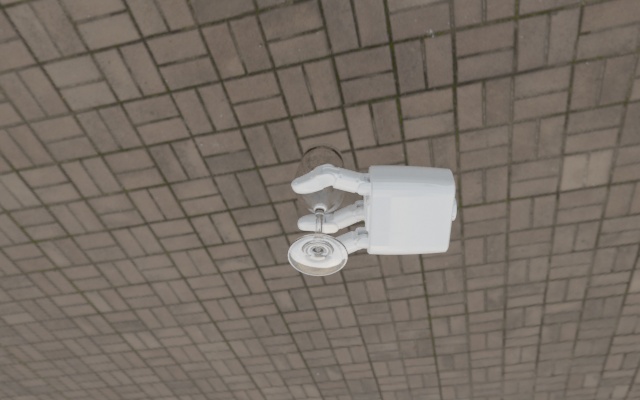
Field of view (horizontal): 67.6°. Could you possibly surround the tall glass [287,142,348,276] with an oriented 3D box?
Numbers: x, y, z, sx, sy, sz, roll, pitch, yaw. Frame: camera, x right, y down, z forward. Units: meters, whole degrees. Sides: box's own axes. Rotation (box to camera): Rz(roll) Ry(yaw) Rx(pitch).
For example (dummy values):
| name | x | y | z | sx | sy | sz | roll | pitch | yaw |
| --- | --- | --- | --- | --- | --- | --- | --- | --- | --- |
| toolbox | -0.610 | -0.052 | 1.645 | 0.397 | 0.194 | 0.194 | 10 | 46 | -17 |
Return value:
| name | x | y | z | sx | sy | sz | roll | pitch | yaw |
| --- | --- | --- | --- | --- | --- | --- | --- | --- | --- |
| tall glass | 0.000 | 0.003 | 0.654 | 0.079 | 0.079 | 0.200 | 0 | 41 | 2 |
